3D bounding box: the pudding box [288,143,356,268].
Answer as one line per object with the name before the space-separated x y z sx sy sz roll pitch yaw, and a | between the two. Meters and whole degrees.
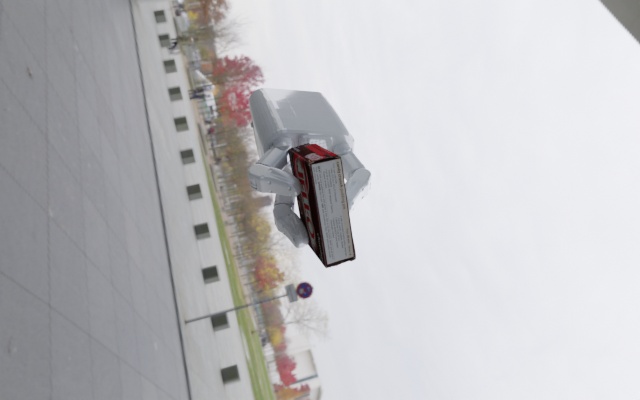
pudding box | 0.000 0.002 0.505 0.039 0.113 0.090 -15 18 -11
